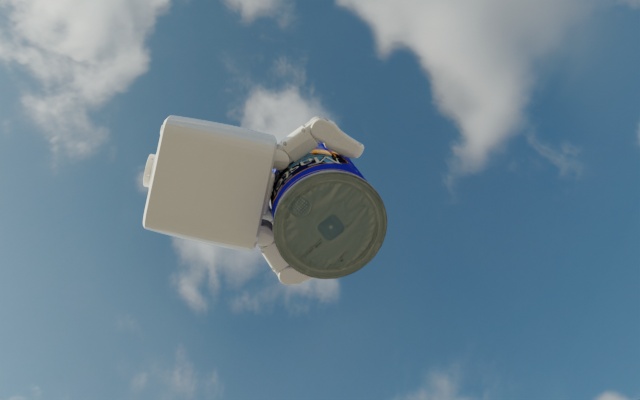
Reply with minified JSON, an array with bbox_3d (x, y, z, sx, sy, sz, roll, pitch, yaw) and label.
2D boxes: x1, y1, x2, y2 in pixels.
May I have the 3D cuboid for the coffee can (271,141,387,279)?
[{"bbox_3d":[0.000,0.002,0.485,0.103,0.103,0.140,0,19,-8],"label":"coffee can"}]
